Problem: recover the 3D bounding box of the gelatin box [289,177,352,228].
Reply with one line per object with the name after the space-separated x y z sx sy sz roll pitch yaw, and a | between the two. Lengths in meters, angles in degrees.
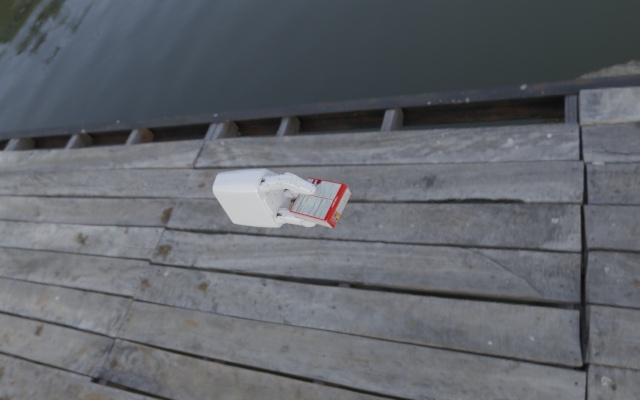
0.000 0.002 0.818 0.089 0.073 0.030 12 -24 39 | gelatin box
